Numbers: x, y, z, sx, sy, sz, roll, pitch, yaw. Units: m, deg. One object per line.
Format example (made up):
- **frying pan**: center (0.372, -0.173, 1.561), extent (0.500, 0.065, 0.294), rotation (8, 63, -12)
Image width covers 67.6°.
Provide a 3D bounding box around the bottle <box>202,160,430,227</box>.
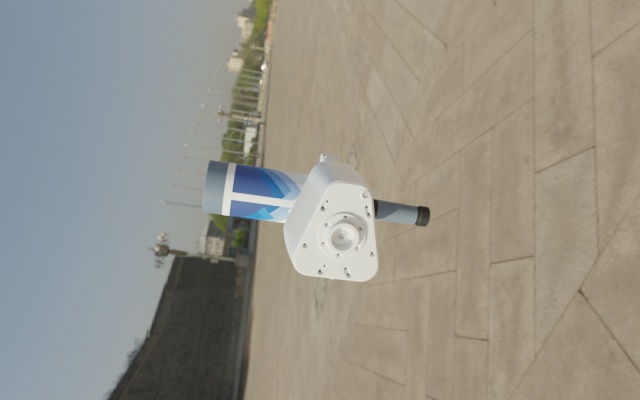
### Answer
- **bottle**: center (0.000, 0.002, 0.625), extent (0.296, 0.069, 0.069), rotation (8, -1, -9)
